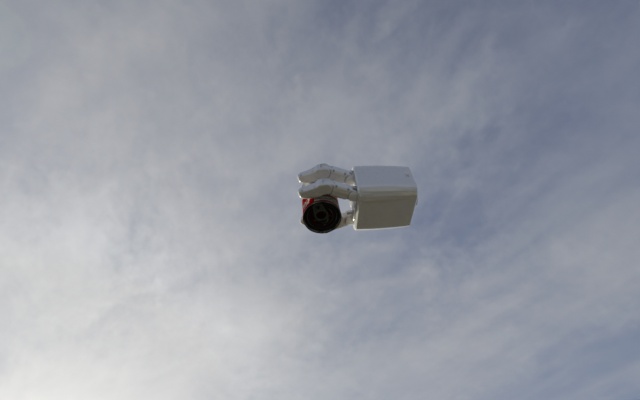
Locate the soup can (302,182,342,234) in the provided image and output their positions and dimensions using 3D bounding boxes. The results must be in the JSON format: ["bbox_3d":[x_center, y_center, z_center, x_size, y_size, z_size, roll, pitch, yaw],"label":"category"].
[{"bbox_3d":[0.000,0.003,0.870,0.068,0.068,0.102,0,33,-4],"label":"soup can"}]
